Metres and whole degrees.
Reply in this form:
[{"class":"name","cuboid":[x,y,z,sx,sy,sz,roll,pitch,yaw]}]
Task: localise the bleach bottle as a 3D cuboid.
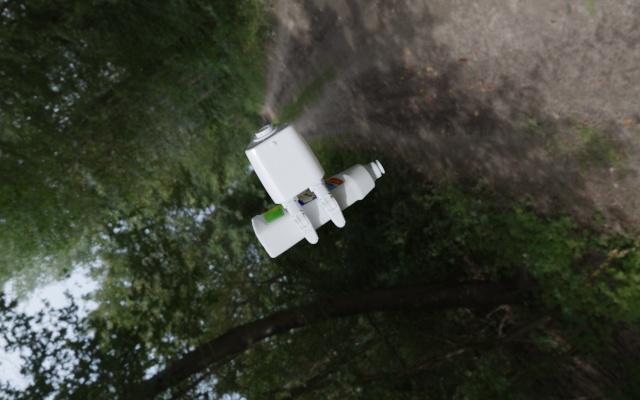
[{"class":"bleach bottle","cuboid":[0.000,0.003,0.865,0.251,0.068,0.102,-32,20,-3]}]
